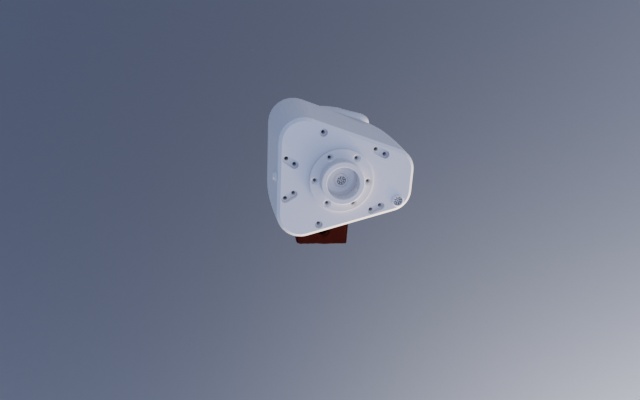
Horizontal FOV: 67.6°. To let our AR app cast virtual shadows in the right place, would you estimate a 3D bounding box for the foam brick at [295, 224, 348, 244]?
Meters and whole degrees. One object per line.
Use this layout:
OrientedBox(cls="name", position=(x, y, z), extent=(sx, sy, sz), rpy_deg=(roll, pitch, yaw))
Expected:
OrientedBox(cls="foam brick", position=(0.000, 0.002, 0.499), extent=(0.053, 0.078, 0.051), rpy_deg=(0, 17, -9))
